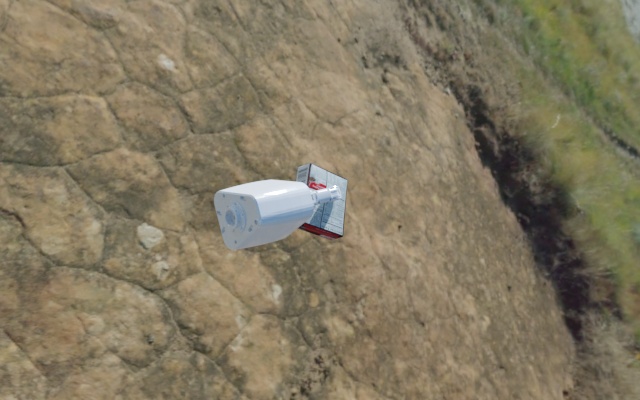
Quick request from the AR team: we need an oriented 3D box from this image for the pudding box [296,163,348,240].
[{"bbox_3d":[0.000,0.003,0.821,0.090,0.113,0.039,22,-25,-35],"label":"pudding box"}]
